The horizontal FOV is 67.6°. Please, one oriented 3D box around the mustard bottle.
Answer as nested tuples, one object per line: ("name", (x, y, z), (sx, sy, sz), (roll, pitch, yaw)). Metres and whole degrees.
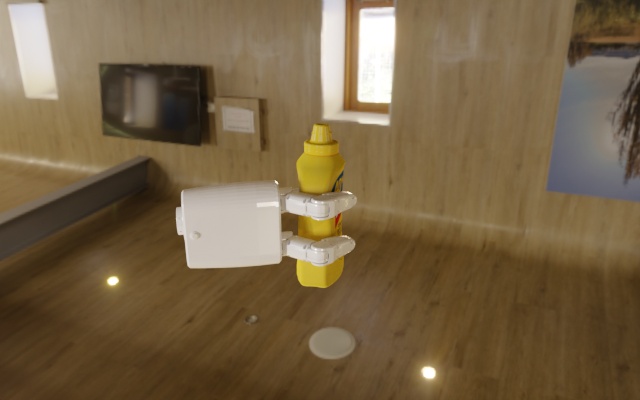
("mustard bottle", (0.000, 0.002, 0.586), (0.058, 0.192, 0.096), (4, 19, 12))
